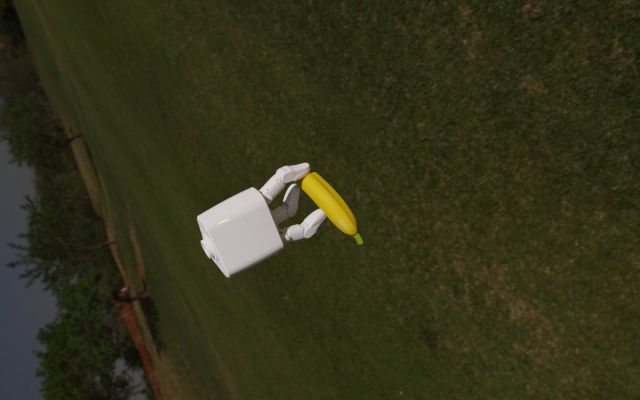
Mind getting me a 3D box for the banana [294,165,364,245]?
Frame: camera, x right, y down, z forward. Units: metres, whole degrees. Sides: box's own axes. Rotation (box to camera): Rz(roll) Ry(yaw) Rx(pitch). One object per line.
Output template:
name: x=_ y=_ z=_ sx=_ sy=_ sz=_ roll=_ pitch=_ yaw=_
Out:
banana: x=0.003 y=-0.005 z=0.818 sx=0.037 sy=0.197 sz=0.070 roll=-32 pitch=-26 yaw=-19
